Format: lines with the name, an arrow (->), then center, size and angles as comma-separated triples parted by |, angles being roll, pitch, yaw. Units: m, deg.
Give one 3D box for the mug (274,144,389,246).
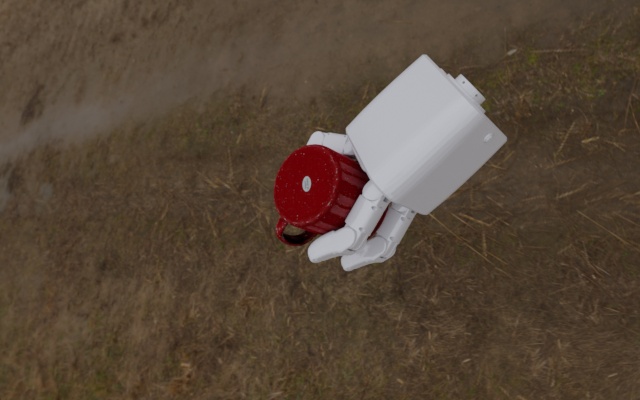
mug -> -0.001, 0.002, 0.479 | 0.117, 0.093, 0.081 | -45, -36, 19
